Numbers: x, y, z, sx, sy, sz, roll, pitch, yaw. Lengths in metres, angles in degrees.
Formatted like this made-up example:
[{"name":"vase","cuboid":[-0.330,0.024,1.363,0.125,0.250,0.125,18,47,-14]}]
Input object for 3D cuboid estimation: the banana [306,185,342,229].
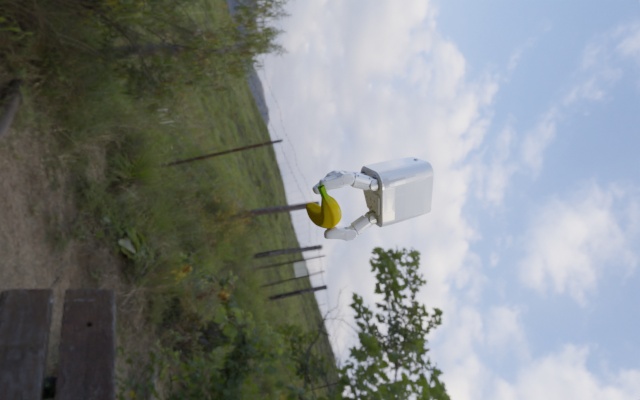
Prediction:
[{"name":"banana","cuboid":[0.007,0.020,0.870,0.037,0.069,0.198,-18,-7,-12]}]
